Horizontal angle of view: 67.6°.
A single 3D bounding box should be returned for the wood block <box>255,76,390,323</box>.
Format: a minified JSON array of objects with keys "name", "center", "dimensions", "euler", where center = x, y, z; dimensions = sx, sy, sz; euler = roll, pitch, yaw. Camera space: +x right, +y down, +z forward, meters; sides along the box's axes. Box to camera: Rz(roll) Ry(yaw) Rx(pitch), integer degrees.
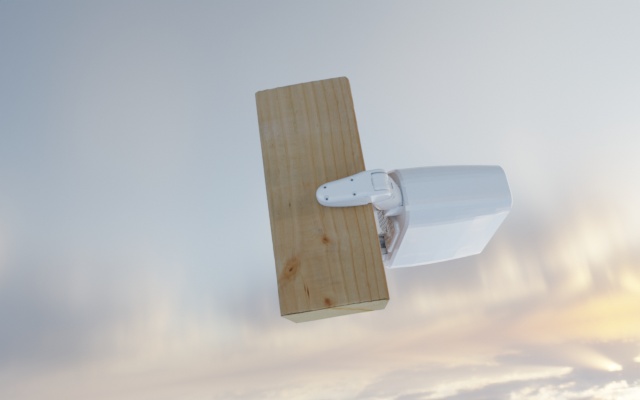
[{"name":"wood block","center":[0.000,0.001,0.449],"dimensions":[0.090,0.206,0.091],"euler":[-9,-18,2]}]
